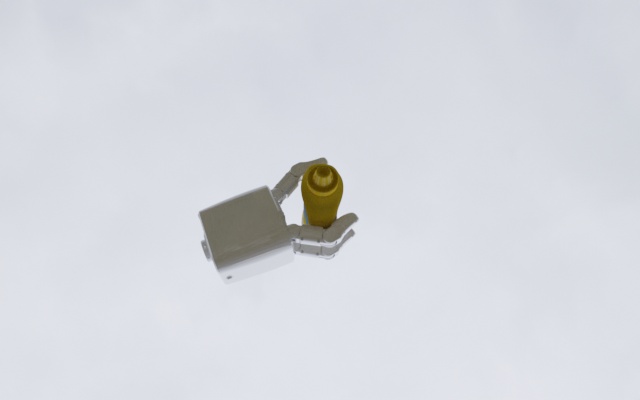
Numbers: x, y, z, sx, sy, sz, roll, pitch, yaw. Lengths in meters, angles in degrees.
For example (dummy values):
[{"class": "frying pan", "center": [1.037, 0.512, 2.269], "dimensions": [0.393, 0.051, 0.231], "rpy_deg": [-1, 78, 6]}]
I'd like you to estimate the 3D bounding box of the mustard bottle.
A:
[{"class": "mustard bottle", "center": [0.000, 0.002, 0.683], "dimensions": [0.058, 0.096, 0.192], "rpy_deg": [3, -24, 0]}]
